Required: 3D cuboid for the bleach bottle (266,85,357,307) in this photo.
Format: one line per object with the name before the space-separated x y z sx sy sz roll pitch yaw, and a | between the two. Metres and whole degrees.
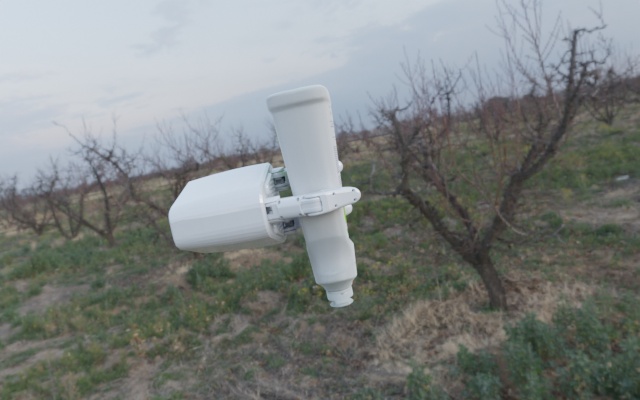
bleach bottle | 0.000 0.002 0.549 0.068 0.251 0.102 -11 6 6
